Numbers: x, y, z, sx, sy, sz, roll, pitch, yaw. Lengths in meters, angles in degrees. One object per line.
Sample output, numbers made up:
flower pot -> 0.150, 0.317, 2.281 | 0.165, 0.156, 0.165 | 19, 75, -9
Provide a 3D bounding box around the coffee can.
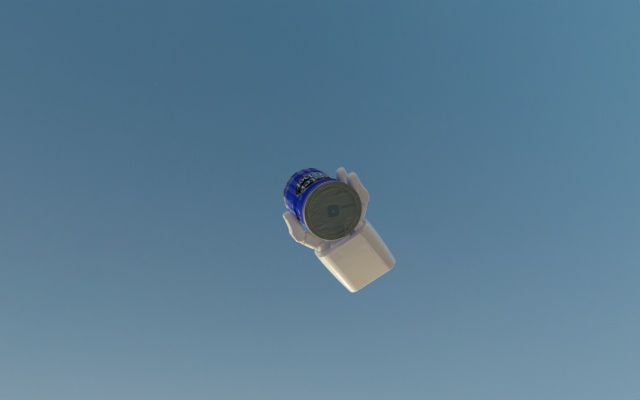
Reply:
coffee can -> 0.000, 0.003, 0.858 | 0.103, 0.103, 0.140 | 0, 13, -19
